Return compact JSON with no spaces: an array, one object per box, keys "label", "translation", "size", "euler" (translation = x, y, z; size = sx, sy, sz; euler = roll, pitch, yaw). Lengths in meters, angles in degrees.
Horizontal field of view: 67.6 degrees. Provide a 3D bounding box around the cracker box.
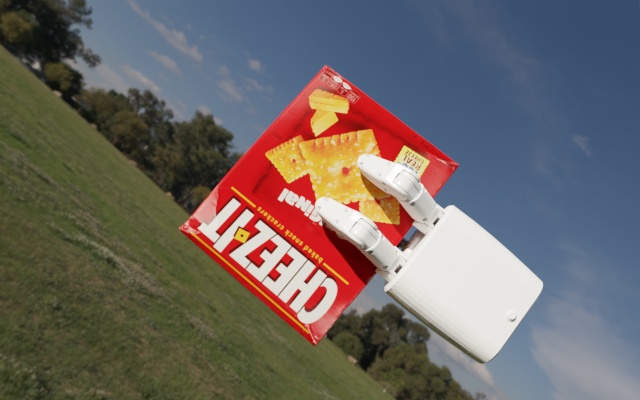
[{"label":"cracker box","translation":[0.000,0.001,0.461],"size":[0.164,0.213,0.072],"euler":[39,-10,5]}]
